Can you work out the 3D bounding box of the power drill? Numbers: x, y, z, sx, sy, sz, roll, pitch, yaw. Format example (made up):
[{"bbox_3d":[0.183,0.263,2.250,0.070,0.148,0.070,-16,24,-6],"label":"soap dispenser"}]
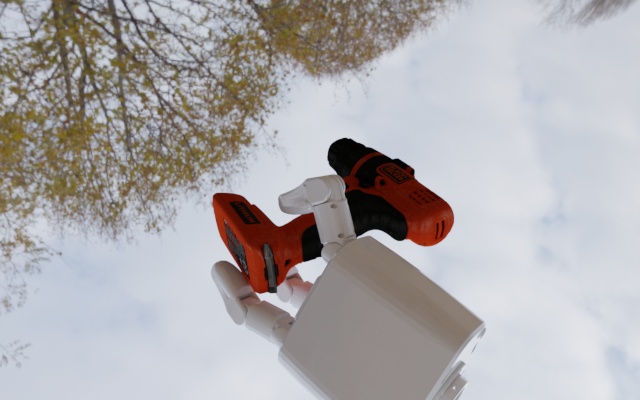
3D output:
[{"bbox_3d":[0.000,0.002,0.448,0.187,0.057,0.184,-19,34,-21],"label":"power drill"}]
